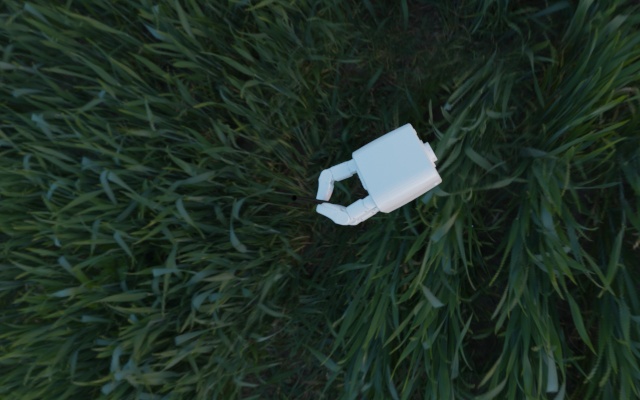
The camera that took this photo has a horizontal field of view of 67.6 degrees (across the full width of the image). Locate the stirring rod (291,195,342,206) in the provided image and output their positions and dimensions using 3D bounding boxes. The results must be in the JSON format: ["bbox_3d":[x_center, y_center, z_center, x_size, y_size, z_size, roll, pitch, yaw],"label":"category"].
[{"bbox_3d":[0.000,0.002,0.770,0.011,0.011,0.239,0,-3,18],"label":"stirring rod"}]
